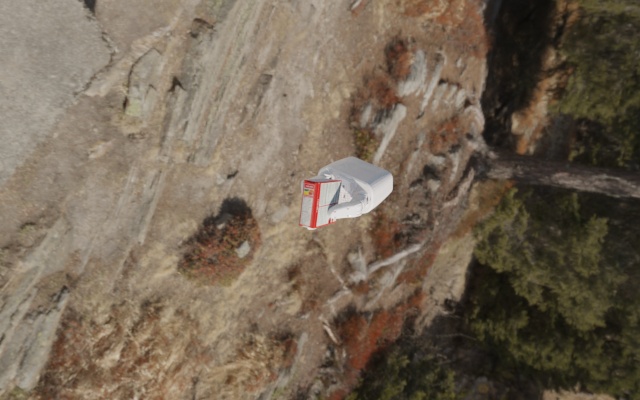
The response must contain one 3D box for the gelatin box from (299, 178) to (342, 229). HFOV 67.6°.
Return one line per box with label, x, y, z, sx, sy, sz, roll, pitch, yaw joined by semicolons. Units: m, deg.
gelatin box;0.000;0.003;0.770;0.030;0.073;0.089;11;10;24
